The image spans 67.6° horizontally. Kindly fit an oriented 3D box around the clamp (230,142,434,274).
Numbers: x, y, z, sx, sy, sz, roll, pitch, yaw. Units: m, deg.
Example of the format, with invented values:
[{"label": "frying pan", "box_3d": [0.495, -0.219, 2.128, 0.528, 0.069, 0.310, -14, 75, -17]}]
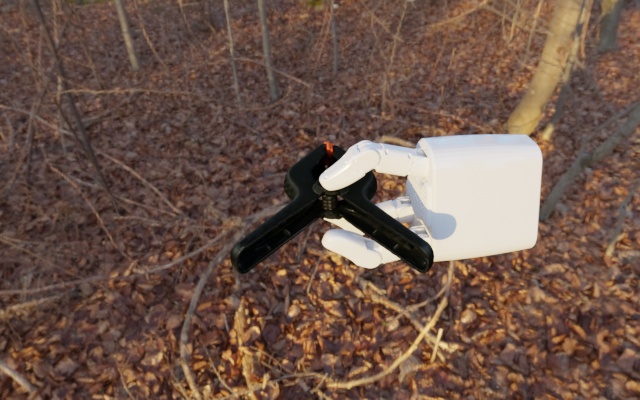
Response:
[{"label": "clamp", "box_3d": [0.000, 0.001, 0.459, 0.164, 0.036, 0.209, -3, 33, -6]}]
